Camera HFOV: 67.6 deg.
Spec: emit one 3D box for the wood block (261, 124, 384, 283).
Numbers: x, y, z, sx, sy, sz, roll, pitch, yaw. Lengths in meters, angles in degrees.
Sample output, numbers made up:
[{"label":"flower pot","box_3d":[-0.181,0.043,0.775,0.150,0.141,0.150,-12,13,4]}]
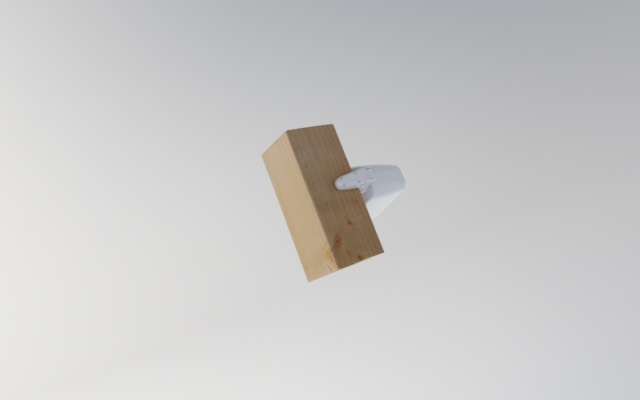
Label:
[{"label":"wood block","box_3d":[0.001,0.002,0.706,0.090,0.206,0.091,-15,-11,-36]}]
